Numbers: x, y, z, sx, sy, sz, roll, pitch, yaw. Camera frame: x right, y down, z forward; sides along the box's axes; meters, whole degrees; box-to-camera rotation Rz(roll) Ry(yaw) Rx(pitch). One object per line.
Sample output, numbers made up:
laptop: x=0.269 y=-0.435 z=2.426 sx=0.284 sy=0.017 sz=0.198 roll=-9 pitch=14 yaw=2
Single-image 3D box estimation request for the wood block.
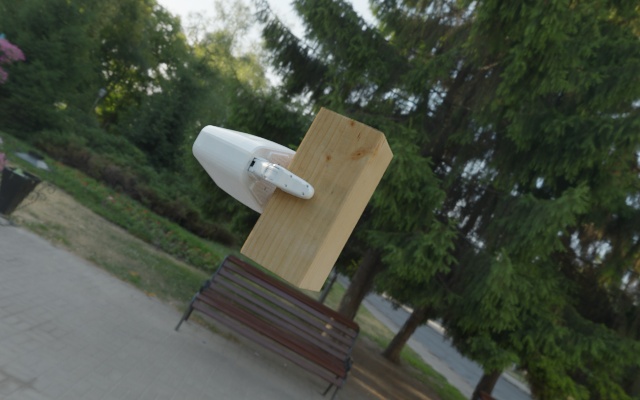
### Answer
wood block: x=0.000 y=0.002 z=0.606 sx=0.090 sy=0.206 sz=0.091 roll=27 pitch=-4 yaw=22
